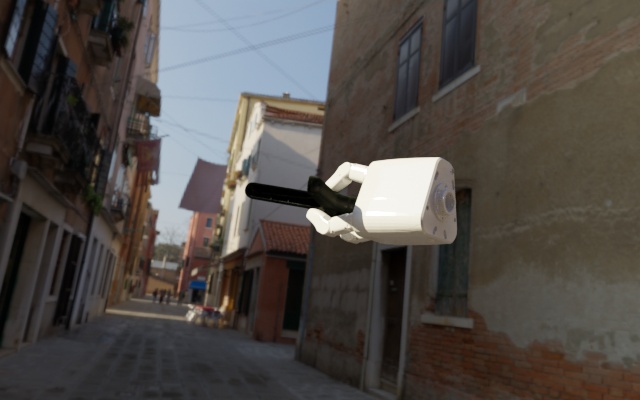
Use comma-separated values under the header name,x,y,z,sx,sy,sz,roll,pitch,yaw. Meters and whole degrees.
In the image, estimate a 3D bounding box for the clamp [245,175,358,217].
name,x,y,z,sx,sy,sz,roll,pitch,yaw
clamp,0.001,0.002,0.730,0.164,0.036,0.210,1,-13,43
